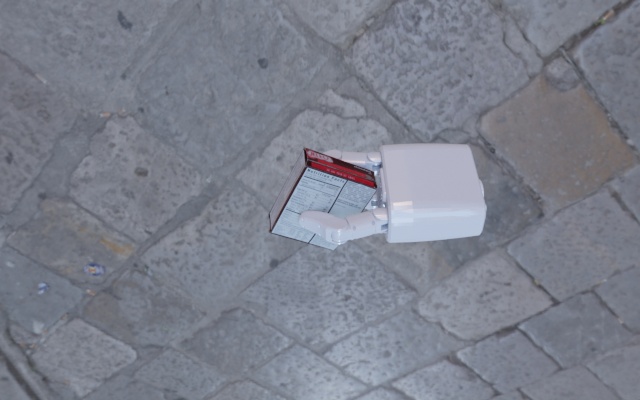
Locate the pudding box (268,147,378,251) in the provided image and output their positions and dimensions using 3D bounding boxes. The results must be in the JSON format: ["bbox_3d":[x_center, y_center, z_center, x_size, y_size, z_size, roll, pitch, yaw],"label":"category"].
[{"bbox_3d":[0.000,0.002,0.555,0.090,0.113,0.039,18,36,-19],"label":"pudding box"}]
